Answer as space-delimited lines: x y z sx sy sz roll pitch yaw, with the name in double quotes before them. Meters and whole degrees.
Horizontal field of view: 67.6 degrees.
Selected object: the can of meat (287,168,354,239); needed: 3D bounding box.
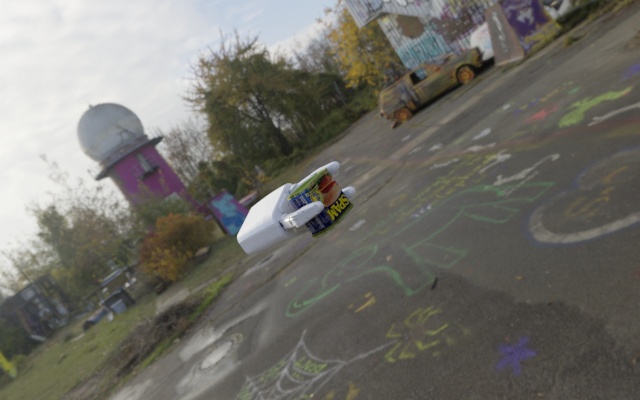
"can of meat" 0.000 0.002 0.820 0.057 0.084 0.102 -28 11 38
